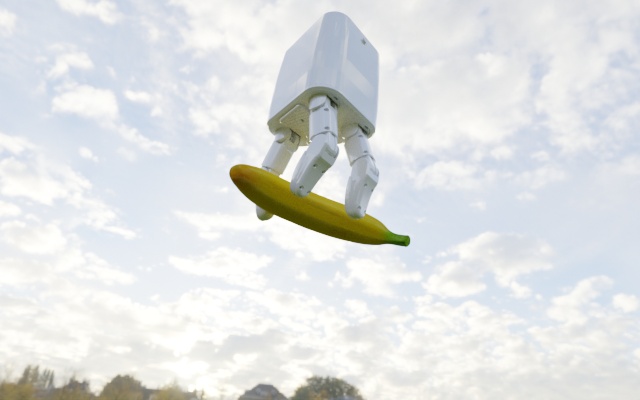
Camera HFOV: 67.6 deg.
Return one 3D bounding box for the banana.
[{"bbox_3d":[-0.005,0.007,0.483,0.198,0.037,0.070,20,-22,-21],"label":"banana"}]
